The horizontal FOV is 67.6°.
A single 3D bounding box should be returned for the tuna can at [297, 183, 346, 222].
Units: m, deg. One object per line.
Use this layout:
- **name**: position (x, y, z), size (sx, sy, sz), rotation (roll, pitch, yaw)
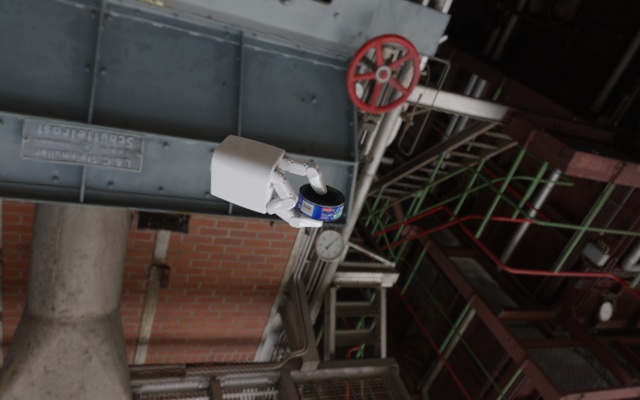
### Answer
- **tuna can**: position (0.000, 0.003, 0.867), size (0.086, 0.034, 0.086), rotation (11, 27, -6)
